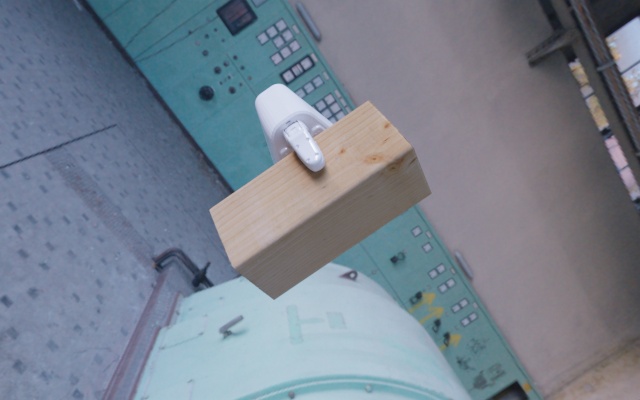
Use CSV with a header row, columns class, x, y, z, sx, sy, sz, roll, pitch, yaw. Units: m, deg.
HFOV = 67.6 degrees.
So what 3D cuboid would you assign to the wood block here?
class,x,y,z,sx,sy,sz,roll,pitch,yaw
wood block,0.000,0.001,0.509,0.206,0.090,0.091,-35,-40,2
